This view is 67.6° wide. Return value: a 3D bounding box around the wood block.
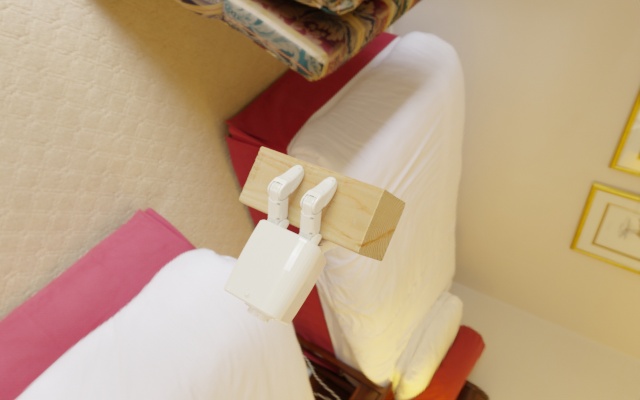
[{"bbox_3d":[0.000,0.003,0.677,0.206,0.090,0.091,22,-2,30],"label":"wood block"}]
